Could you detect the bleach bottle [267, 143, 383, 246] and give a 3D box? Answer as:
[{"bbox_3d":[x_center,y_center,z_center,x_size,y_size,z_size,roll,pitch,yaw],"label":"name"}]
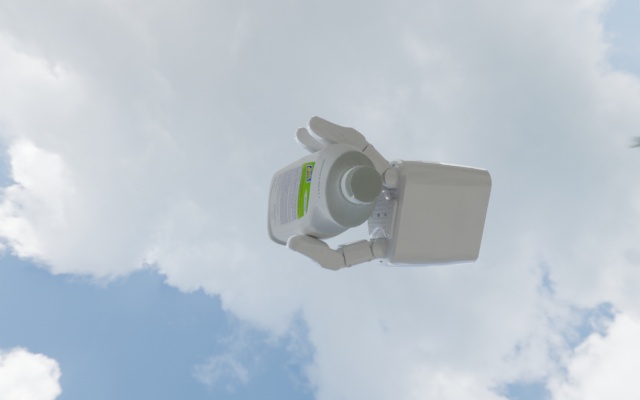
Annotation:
[{"bbox_3d":[0.000,0.002,0.495,0.068,0.102,0.251,3,-3,-17],"label":"bleach bottle"}]
